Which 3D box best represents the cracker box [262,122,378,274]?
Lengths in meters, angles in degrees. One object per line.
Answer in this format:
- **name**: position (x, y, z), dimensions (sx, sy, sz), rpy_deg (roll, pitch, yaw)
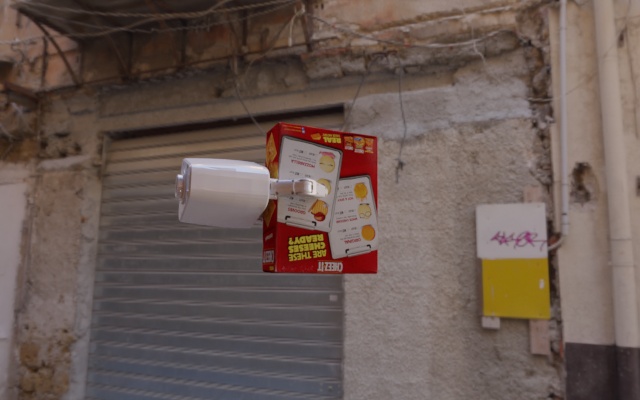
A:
- **cracker box**: position (0.000, 0.002, 0.721), dimensions (0.164, 0.213, 0.072), rpy_deg (4, -9, -23)
